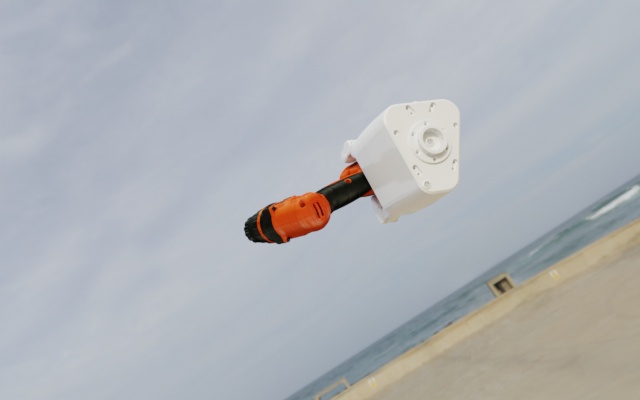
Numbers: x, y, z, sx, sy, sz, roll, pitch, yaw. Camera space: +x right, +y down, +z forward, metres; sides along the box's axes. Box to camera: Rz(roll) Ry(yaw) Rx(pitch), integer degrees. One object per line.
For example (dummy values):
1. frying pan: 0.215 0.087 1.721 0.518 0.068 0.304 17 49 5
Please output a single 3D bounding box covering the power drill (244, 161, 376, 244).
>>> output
1. power drill: 0.001 0.002 0.649 0.187 0.057 0.184 -29 7 -33
